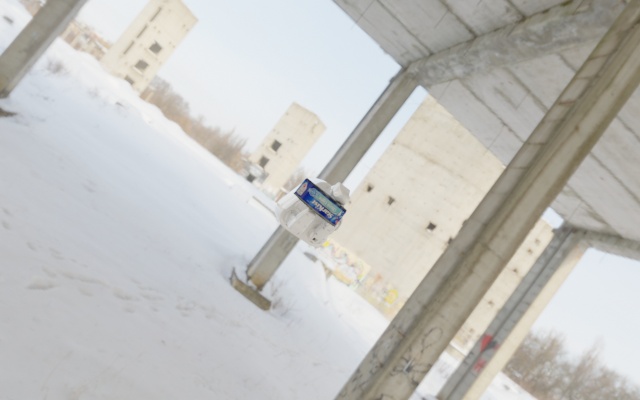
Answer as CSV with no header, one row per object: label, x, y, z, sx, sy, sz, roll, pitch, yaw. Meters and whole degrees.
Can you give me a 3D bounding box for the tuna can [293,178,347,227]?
tuna can,0.000,0.002,0.758,0.086,0.034,0.086,39,2,-1
